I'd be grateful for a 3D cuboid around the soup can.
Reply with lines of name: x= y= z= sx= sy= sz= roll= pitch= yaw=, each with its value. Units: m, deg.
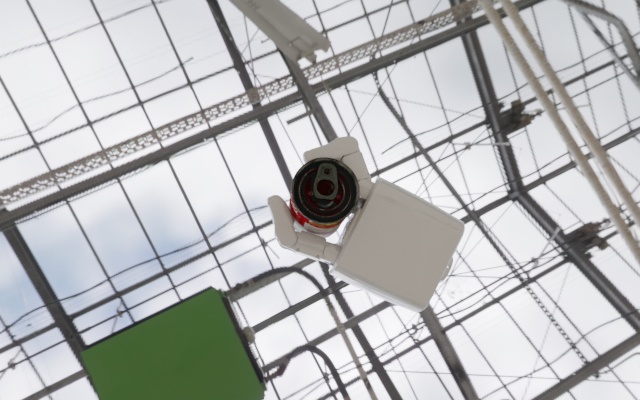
soup can: x=0.000 y=0.002 z=0.515 sx=0.068 sy=0.068 sz=0.102 roll=0 pitch=-14 yaw=-6
